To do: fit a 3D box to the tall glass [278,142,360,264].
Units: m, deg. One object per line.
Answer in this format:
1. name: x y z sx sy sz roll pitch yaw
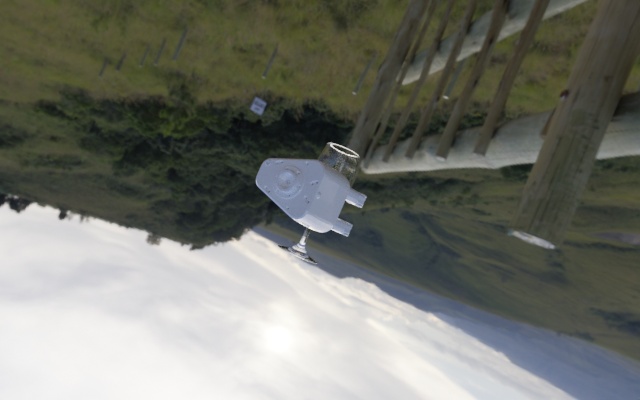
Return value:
1. tall glass: 0.000 0.003 0.827 0.079 0.201 0.079 24 -2 1
